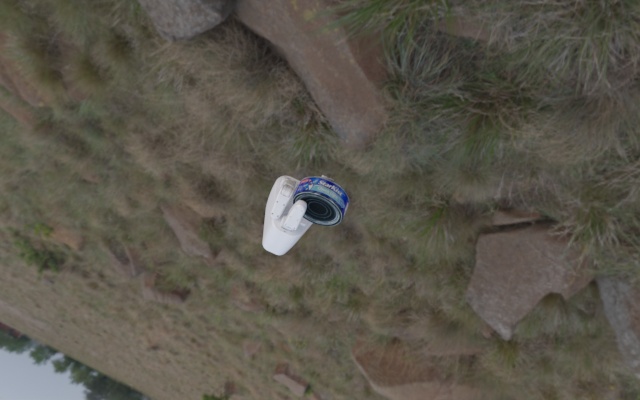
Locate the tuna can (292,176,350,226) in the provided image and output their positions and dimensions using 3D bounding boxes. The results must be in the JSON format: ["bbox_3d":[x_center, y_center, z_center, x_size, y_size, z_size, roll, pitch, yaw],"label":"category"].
[{"bbox_3d":[0.000,0.003,0.747,0.086,0.033,0.086,16,-35,12],"label":"tuna can"}]
